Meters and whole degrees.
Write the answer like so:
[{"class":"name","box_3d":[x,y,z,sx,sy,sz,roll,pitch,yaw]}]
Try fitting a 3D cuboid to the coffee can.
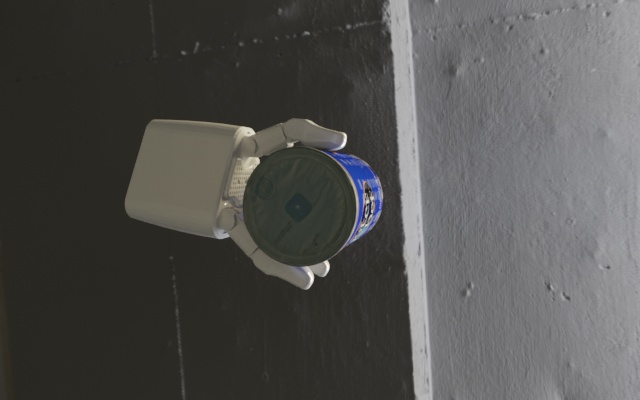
[{"class":"coffee can","box_3d":[0.000,0.002,0.470,0.103,0.103,0.140,0,3,17]}]
